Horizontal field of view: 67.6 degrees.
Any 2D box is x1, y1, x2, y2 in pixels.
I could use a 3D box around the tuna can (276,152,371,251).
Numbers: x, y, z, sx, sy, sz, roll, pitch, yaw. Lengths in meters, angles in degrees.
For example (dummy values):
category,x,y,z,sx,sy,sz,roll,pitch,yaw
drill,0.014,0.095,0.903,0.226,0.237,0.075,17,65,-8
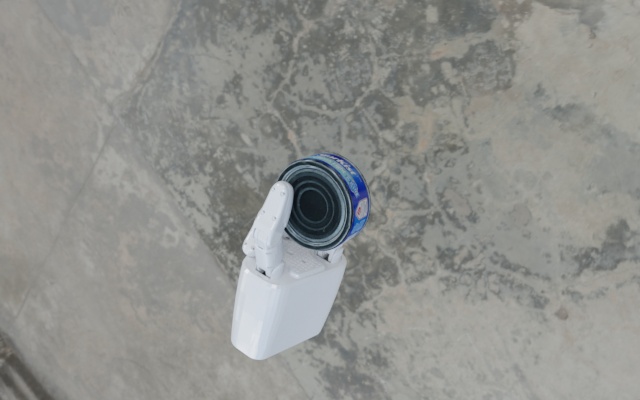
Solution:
category,x,y,z,sx,sy,sz,roll,pitch,yaw
tuna can,0.000,0.001,0.430,0.086,0.086,0.033,0,14,34
